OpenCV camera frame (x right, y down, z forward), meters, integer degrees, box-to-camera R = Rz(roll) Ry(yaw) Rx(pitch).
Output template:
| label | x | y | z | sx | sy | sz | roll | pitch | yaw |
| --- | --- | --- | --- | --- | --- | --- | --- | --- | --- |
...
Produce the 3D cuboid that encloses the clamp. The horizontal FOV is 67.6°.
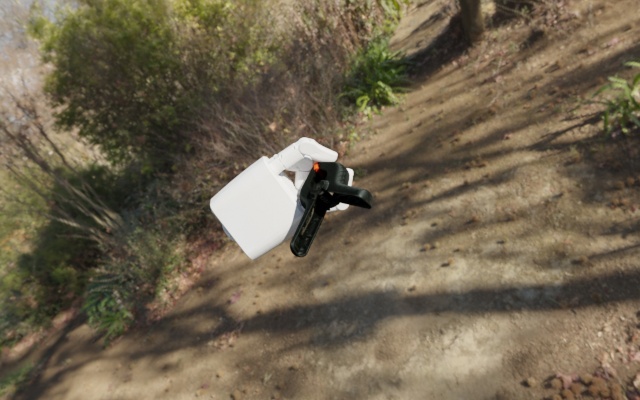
| label | x | y | z | sx | sy | sz | roll | pitch | yaw |
| --- | --- | --- | --- | --- | --- | --- | --- | --- | --- |
| clamp | 0.000 | 0.001 | 0.629 | 0.120 | 0.039 | 0.171 | -36 | 23 | 5 |
